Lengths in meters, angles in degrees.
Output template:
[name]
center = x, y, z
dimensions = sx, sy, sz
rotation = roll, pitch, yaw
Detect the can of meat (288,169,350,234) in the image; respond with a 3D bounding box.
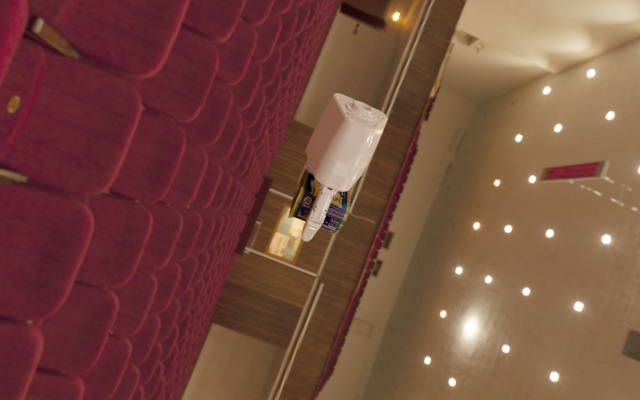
[can of meat]
center = 0.000, 0.003, 0.777
dimensions = 0.084, 0.057, 0.102
rotation = 22, 25, -7
